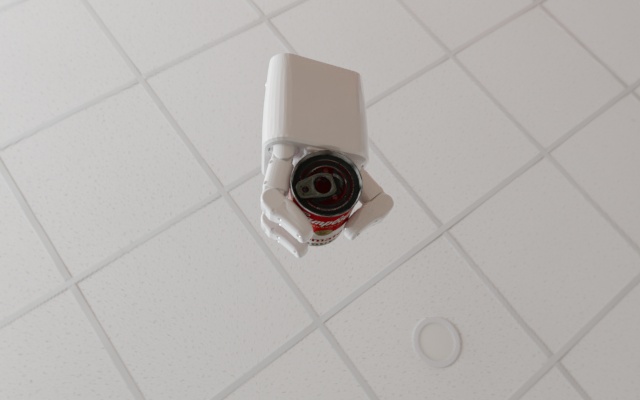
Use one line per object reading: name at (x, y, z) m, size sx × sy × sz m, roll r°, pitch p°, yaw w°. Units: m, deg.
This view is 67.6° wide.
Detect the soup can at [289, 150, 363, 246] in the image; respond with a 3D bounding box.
soup can at (0.000, 0.002, 0.490) m, size 0.068 × 0.068 × 0.102 m, roll 0°, pitch -22°, yaw -7°
